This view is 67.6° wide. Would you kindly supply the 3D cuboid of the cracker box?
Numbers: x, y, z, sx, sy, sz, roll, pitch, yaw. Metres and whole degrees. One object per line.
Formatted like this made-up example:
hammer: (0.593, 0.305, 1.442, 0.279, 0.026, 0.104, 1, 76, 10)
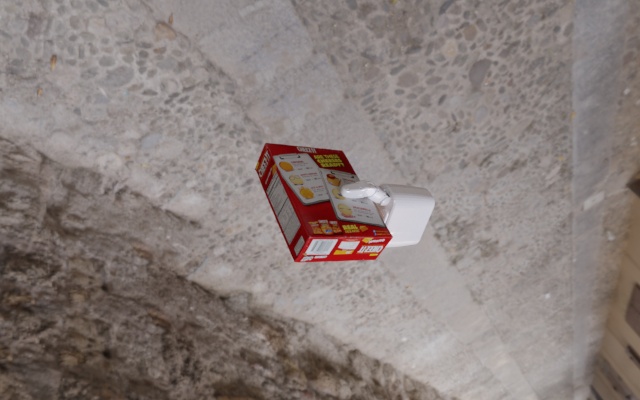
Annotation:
cracker box: (0.000, 0.003, 0.805, 0.164, 0.213, 0.072, 2, -46, -34)
